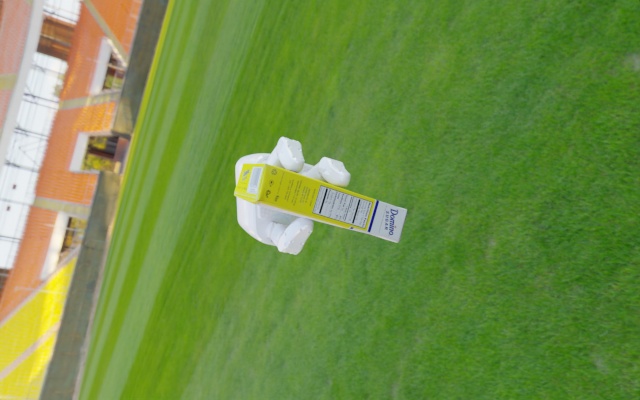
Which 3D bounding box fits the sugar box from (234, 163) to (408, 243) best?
[{"bbox_3d":[0.000,0.001,0.542,0.176,0.048,0.093,14,-1,-24],"label":"sugar box"}]
